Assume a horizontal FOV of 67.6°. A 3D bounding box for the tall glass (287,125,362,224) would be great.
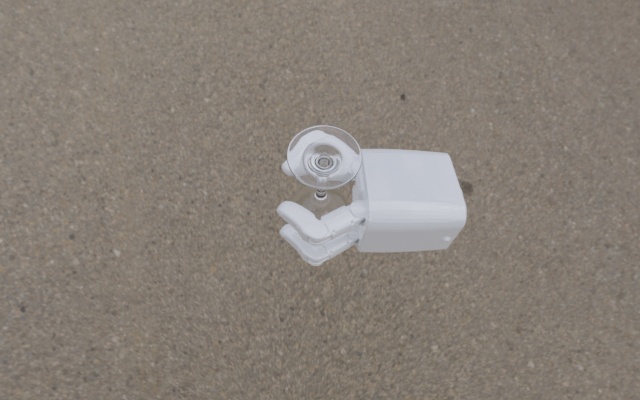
[{"bbox_3d":[0.000,0.001,0.555,0.079,0.079,0.201,0,-27,-3],"label":"tall glass"}]
